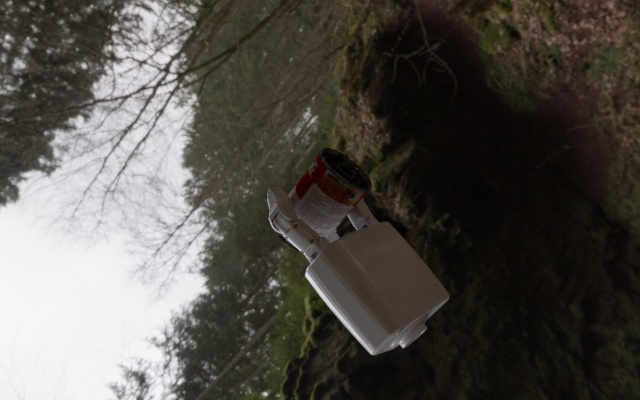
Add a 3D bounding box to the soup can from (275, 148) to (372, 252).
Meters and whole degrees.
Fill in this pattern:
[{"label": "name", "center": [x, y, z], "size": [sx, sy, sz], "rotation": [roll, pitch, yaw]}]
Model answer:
[{"label": "soup can", "center": [0.000, 0.002, 0.533], "size": [0.068, 0.102, 0.068], "rotation": [31, 24, -16]}]
